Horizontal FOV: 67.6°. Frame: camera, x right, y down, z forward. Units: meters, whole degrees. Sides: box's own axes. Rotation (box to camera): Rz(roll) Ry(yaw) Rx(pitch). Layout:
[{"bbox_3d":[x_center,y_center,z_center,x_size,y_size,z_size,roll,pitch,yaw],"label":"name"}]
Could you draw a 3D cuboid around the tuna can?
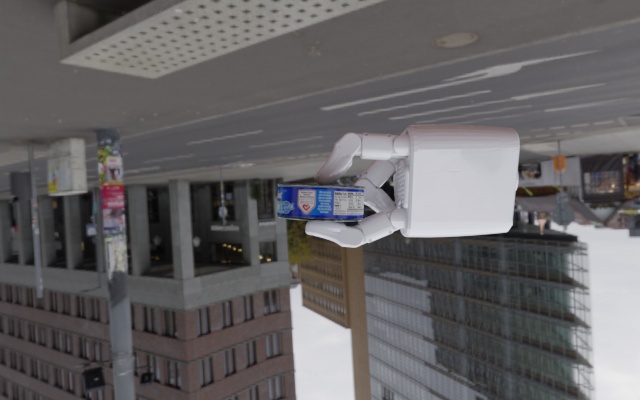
[{"bbox_3d":[0.000,0.002,0.467,0.086,0.034,0.086,2,0,0],"label":"tuna can"}]
